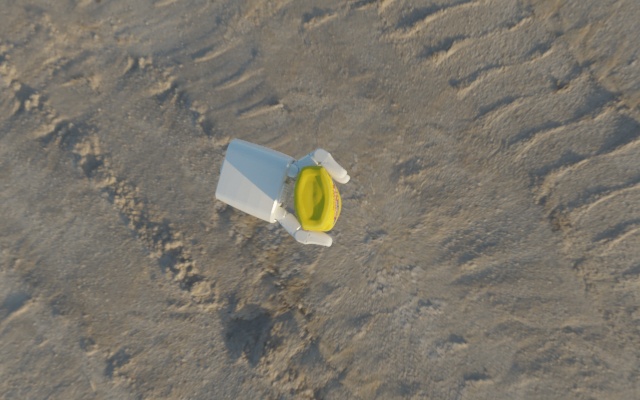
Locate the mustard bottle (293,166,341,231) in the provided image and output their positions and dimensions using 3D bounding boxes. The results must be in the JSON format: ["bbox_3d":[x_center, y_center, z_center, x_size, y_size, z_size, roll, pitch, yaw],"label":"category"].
[{"bbox_3d":[0.000,0.003,0.791,0.058,0.096,0.191,-3,-5,7],"label":"mustard bottle"}]
